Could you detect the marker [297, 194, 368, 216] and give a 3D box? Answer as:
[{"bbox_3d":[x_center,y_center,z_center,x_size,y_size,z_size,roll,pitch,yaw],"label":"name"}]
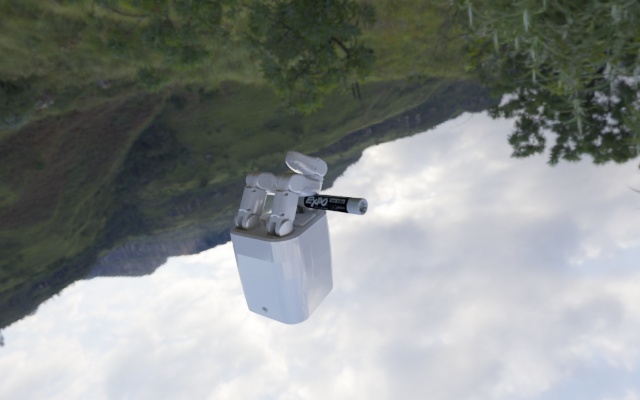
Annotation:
[{"bbox_3d":[0.000,0.002,0.545,0.121,0.020,0.020,6,4,41],"label":"marker"}]
